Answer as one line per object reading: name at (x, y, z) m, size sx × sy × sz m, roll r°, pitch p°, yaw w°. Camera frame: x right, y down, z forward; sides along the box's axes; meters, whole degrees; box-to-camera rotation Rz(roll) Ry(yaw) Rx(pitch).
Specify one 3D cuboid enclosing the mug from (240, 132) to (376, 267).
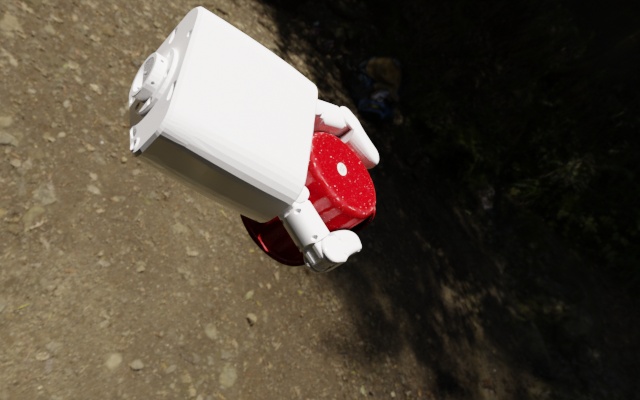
mug at (0.001, 0.002, 0.410) m, size 0.081 × 0.093 × 0.117 m, roll -35°, pitch -47°, yaw 31°
